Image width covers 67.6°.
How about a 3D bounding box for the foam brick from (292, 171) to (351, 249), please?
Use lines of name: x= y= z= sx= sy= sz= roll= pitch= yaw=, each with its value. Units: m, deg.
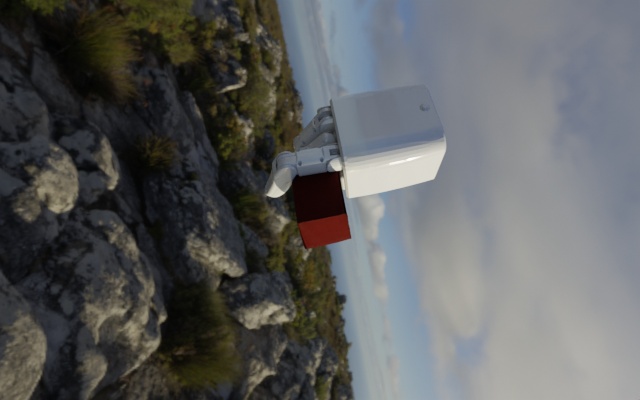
foam brick: x=0.000 y=0.002 z=0.503 sx=0.051 sy=0.078 sz=0.053 roll=-10 pitch=-35 yaw=1
